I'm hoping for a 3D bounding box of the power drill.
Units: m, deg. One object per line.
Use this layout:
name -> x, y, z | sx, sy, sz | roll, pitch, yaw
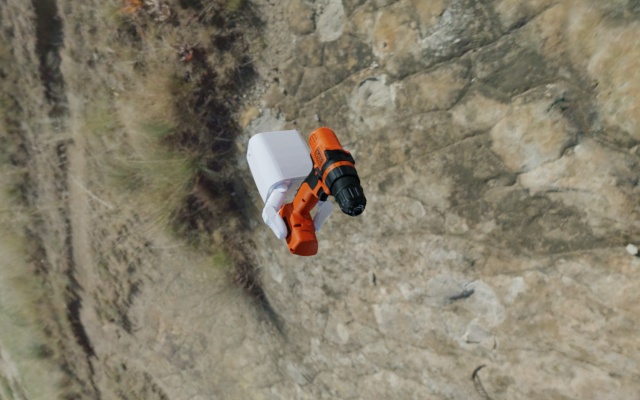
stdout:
power drill -> 0.000, 0.003, 0.768 | 0.057, 0.188, 0.184 | 9, 39, -28
